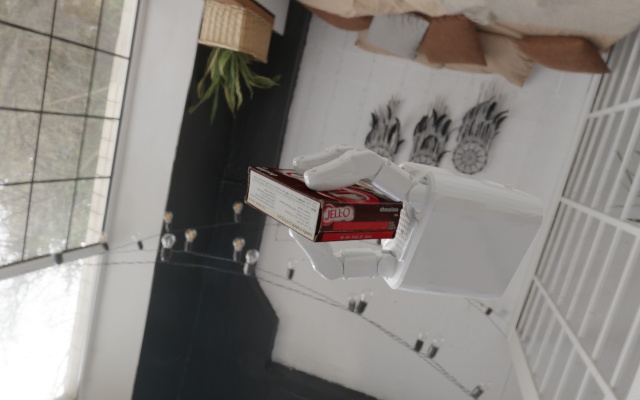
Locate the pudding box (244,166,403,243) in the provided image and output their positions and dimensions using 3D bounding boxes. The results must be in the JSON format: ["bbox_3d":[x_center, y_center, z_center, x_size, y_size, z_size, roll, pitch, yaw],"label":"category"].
[{"bbox_3d":[0.000,0.002,0.416,0.090,0.039,0.113,2,13,-39],"label":"pudding box"}]
